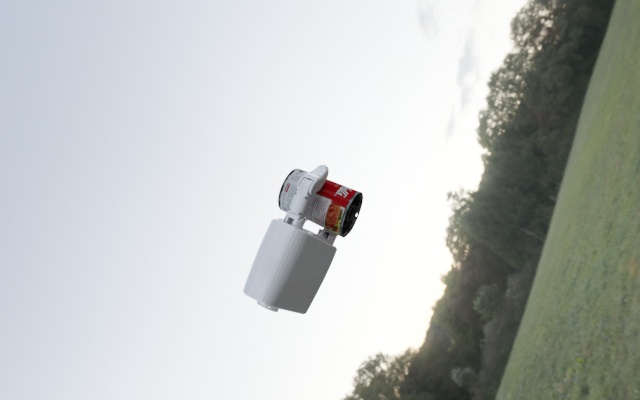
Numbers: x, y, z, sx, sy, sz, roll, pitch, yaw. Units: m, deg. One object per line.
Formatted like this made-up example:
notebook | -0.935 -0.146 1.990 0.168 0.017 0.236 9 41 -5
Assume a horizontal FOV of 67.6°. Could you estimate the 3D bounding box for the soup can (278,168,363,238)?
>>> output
soup can | 0.000 0.002 0.672 0.102 0.068 0.068 22 8 19
